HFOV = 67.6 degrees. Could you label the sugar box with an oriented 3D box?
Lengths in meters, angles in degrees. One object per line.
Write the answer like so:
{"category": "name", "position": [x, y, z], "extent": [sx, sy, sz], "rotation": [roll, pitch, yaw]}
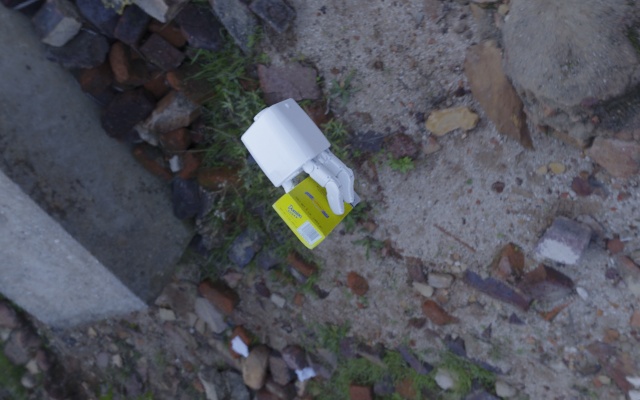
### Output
{"category": "sugar box", "position": [0.000, 0.002, 0.806], "extent": [0.048, 0.093, 0.176], "rotation": [-38, 2, 33]}
